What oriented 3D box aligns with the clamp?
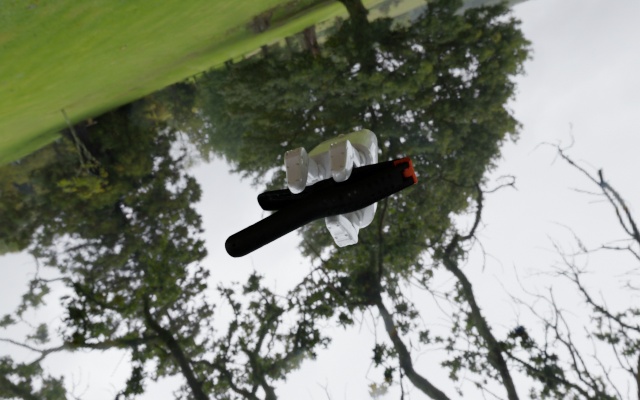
[{"bbox_3d":[0.001,0.002,0.525,0.210,0.036,0.164,-16,17,17],"label":"clamp"}]
